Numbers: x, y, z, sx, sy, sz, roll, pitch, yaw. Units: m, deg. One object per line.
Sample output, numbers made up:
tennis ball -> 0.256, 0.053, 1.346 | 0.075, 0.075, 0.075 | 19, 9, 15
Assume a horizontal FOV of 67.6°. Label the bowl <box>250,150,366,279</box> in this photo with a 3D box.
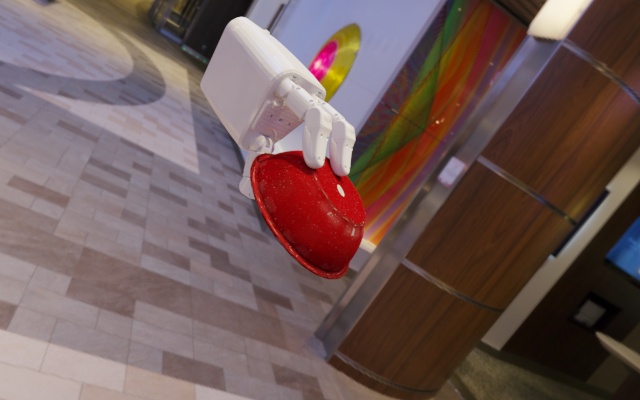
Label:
bowl -> 0.001, 0.003, 0.516 | 0.055, 0.162, 0.162 | -34, -15, 22
